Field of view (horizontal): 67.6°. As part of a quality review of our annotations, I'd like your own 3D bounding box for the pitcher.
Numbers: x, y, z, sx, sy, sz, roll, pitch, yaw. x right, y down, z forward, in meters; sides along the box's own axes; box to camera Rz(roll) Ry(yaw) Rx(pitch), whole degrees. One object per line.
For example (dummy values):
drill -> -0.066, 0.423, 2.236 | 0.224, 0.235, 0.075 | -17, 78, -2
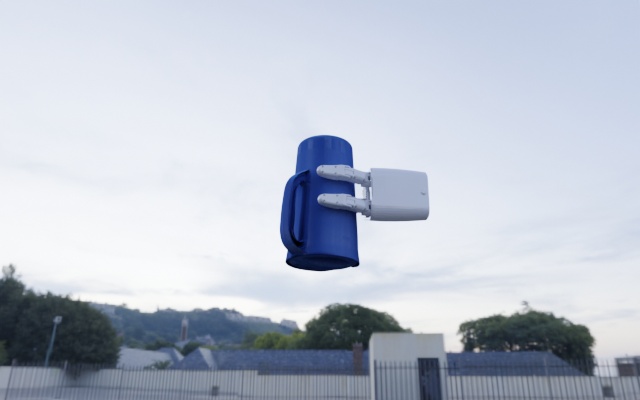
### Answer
pitcher -> 0.000, 0.003, 0.879 | 0.145, 0.242, 0.149 | 3, -20, -4
